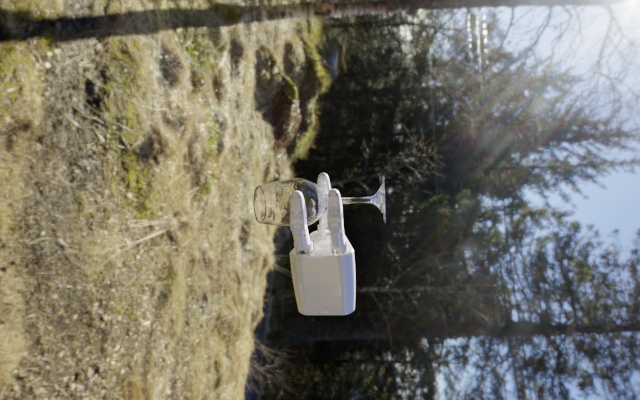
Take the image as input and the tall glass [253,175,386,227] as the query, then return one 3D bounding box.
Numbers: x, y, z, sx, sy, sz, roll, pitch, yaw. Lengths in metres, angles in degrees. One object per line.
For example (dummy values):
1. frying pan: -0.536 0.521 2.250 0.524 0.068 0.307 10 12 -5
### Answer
1. tall glass: 0.001 0.002 0.745 0.201 0.079 0.079 -2 0 8
